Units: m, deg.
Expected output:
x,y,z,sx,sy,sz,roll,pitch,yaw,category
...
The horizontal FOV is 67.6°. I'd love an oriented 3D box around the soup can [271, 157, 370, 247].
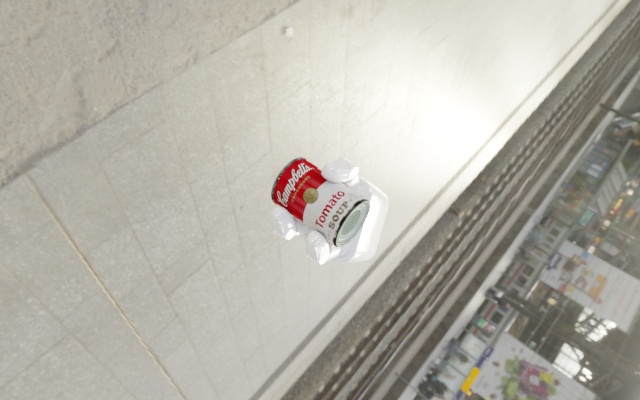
x,y,z,sx,sy,sz,roll,pitch,yaw,category
0.000,0.002,0.573,0.102,0.068,0.068,35,15,23,soup can
